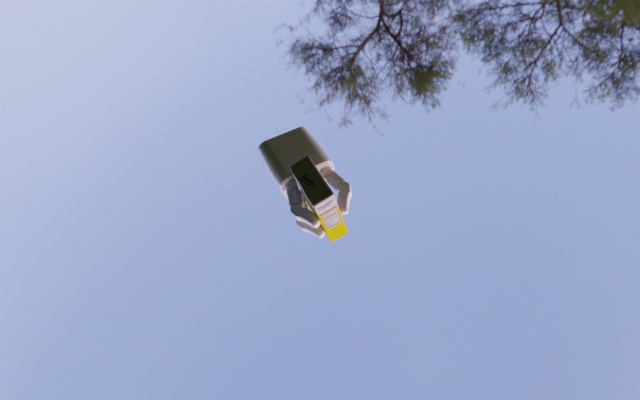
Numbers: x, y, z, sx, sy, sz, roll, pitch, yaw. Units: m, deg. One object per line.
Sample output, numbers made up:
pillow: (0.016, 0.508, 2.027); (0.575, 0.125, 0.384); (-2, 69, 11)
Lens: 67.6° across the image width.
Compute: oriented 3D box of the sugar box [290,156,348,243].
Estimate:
sugar box: (0.000, 0.003, 0.866); (0.048, 0.093, 0.176); (-32, -28, -1)
